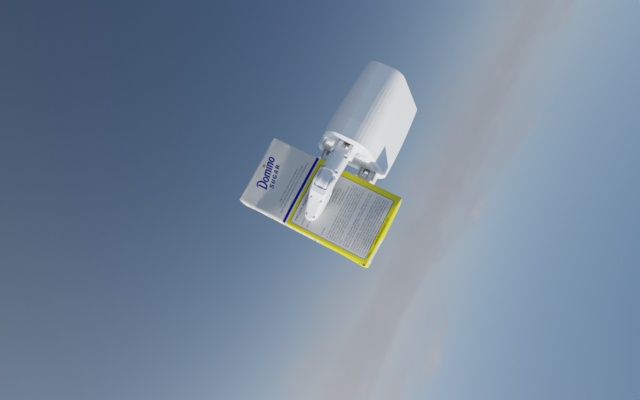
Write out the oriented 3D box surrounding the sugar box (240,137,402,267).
[{"bbox_3d":[0.000,0.002,0.589,0.176,0.093,0.048,27,-7,13],"label":"sugar box"}]
